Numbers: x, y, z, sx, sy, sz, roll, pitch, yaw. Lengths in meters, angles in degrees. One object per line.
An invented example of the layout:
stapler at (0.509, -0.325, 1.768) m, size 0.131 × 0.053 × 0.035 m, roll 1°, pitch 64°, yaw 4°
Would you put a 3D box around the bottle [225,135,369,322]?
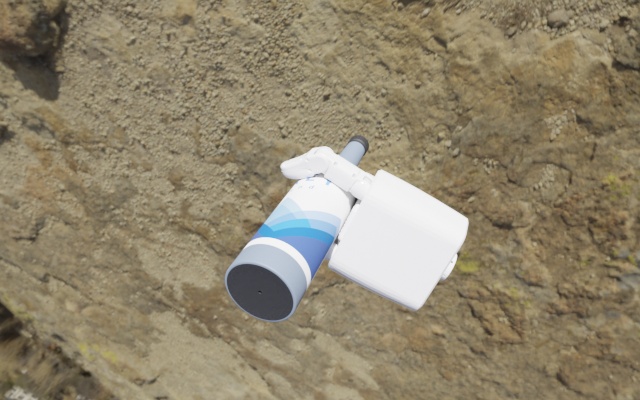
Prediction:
bottle at (0.000, 0.002, 0.514) m, size 0.069 × 0.069 × 0.295 m, roll 0°, pitch 31°, yaw 24°
